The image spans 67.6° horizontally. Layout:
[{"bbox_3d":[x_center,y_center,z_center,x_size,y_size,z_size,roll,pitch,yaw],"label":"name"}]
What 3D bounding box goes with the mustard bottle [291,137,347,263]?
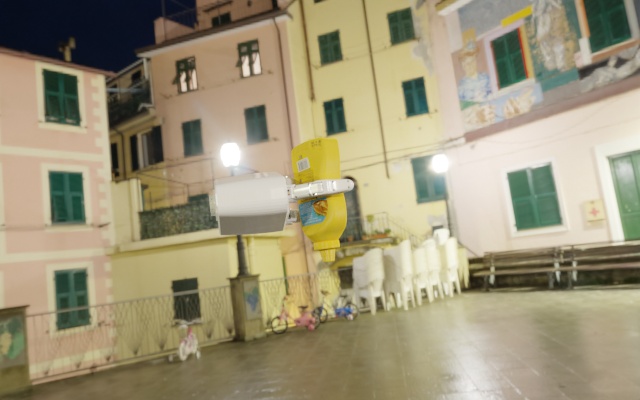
[{"bbox_3d":[0.000,0.002,0.762,0.058,0.191,0.096,-2,-9,-37],"label":"mustard bottle"}]
